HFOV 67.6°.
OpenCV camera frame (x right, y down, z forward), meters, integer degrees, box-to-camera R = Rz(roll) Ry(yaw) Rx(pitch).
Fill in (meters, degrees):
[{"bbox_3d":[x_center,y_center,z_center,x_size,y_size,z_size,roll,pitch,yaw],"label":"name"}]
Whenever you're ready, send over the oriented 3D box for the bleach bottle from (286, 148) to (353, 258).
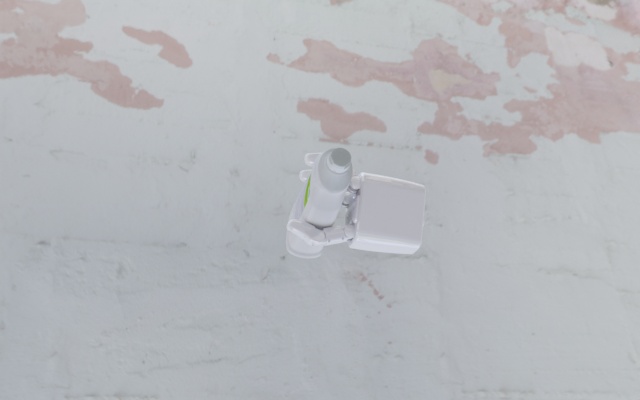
[{"bbox_3d":[0.000,0.002,0.733,0.068,0.102,0.251,8,-26,-10],"label":"bleach bottle"}]
